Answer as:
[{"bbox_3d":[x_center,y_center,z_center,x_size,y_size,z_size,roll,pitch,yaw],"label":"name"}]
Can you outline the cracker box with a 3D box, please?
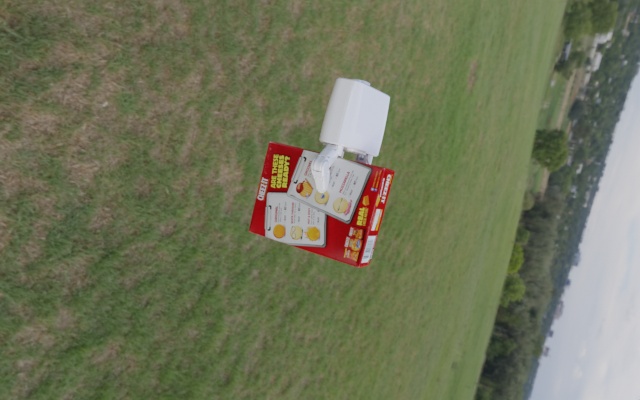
[{"bbox_3d":[0.000,0.003,0.808,0.213,0.164,0.072,15,4,24],"label":"cracker box"}]
